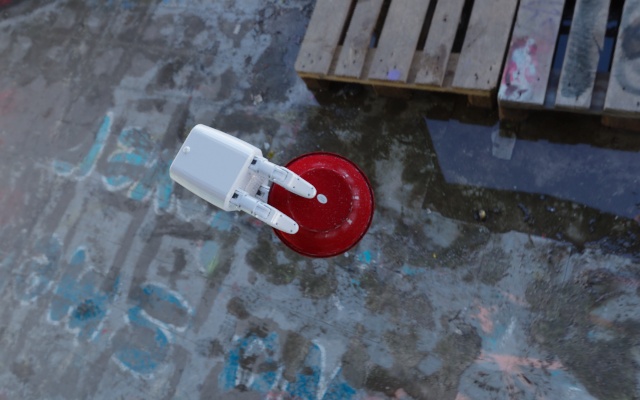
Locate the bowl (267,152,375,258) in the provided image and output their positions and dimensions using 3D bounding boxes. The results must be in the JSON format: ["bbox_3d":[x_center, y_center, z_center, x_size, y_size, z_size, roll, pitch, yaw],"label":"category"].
[{"bbox_3d":[0.001,0.003,0.690,0.162,0.162,0.055,0,-8,0],"label":"bowl"}]
